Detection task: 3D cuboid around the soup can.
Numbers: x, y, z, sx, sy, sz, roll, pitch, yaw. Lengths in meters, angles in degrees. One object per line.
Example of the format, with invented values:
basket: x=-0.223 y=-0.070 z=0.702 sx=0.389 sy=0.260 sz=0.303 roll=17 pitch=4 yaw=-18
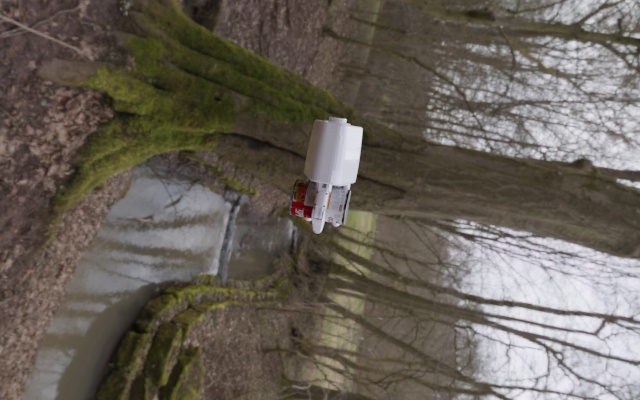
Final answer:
soup can: x=0.000 y=0.003 z=0.885 sx=0.102 sy=0.068 sz=0.068 roll=11 pitch=1 yaw=7
